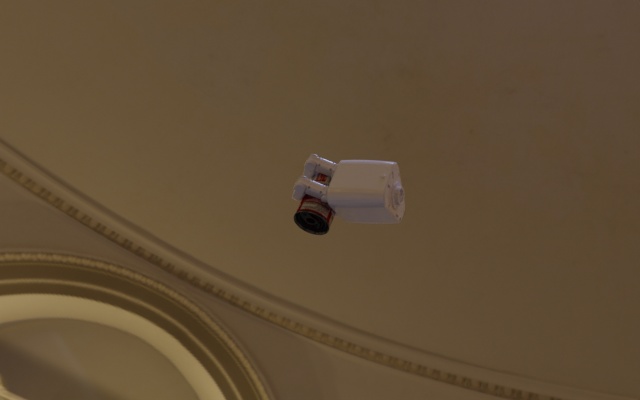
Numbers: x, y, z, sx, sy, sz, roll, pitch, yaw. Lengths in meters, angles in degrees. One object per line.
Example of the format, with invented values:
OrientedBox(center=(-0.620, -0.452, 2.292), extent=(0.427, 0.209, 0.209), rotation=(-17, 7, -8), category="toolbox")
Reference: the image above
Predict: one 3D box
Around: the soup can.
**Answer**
OrientedBox(center=(0.000, 0.003, 0.879), extent=(0.068, 0.102, 0.069), rotation=(16, -35, 11), category="soup can")
